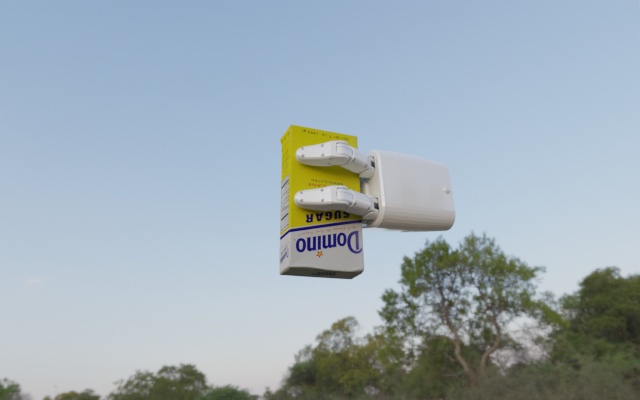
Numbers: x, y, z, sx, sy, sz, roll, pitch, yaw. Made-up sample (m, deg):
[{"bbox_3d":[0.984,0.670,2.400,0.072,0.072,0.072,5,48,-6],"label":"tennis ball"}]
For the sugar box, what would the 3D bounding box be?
[{"bbox_3d":[0.000,0.002,0.569,0.093,0.176,0.048,6,-25,-21],"label":"sugar box"}]
